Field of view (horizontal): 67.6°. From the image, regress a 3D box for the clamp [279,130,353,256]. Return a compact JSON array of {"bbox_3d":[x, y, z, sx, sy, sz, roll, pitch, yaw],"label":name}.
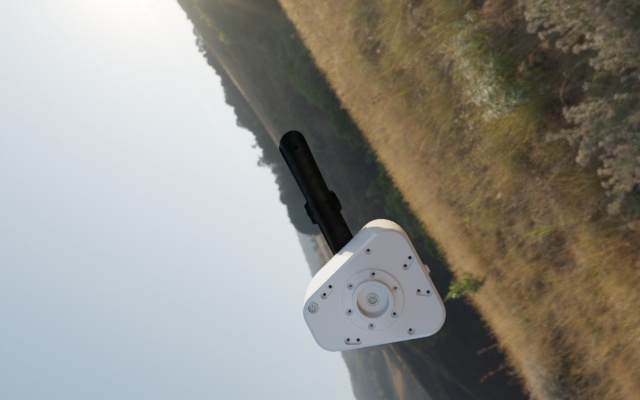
[{"bbox_3d":[0.000,0.002,0.496,0.039,0.171,0.120,-30,-3,3],"label":"clamp"}]
